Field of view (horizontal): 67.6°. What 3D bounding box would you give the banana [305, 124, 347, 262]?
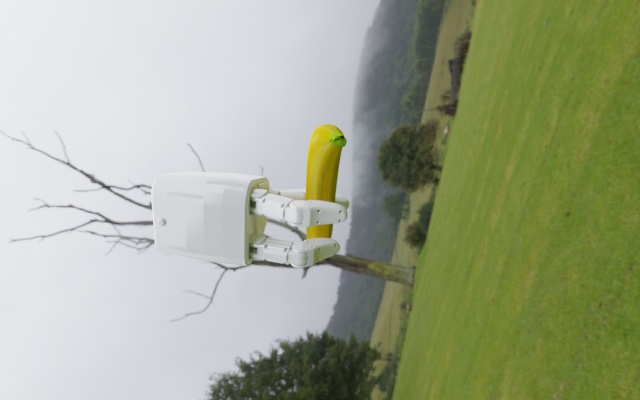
[{"bbox_3d":[0.001,-0.014,0.529,0.037,0.069,0.198,5,-43,-1],"label":"banana"}]
